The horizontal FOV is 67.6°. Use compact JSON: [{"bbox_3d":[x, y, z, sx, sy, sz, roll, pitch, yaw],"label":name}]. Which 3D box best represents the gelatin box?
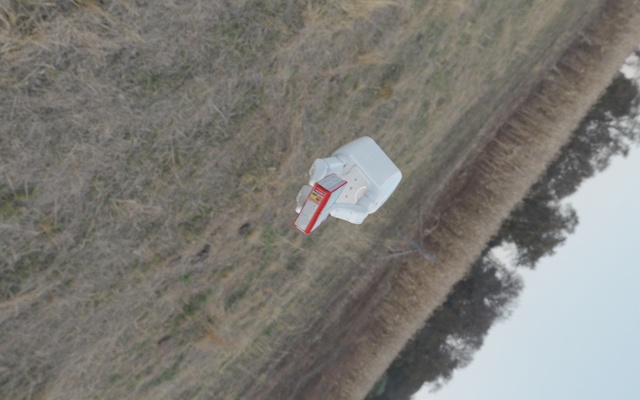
[{"bbox_3d":[0.000,0.003,0.702,0.030,0.073,0.089,33,21,8],"label":"gelatin box"}]
